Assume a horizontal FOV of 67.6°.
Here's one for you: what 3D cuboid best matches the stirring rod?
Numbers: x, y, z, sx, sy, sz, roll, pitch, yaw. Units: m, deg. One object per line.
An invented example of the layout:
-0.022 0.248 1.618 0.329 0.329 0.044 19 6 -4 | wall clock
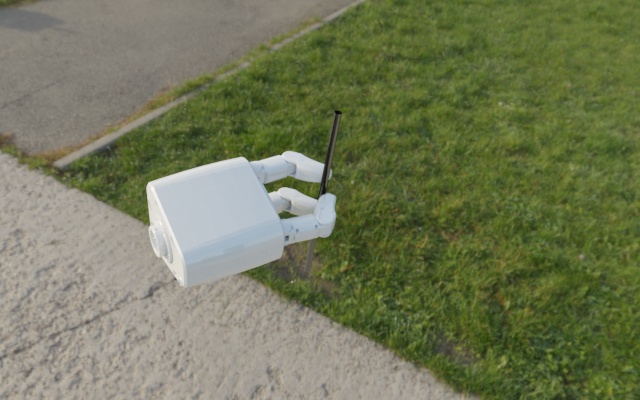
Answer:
0.000 0.002 0.560 0.011 0.240 0.011 7 40 -5 | stirring rod
